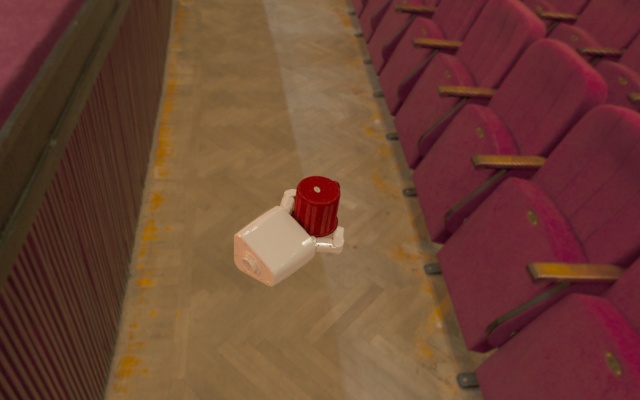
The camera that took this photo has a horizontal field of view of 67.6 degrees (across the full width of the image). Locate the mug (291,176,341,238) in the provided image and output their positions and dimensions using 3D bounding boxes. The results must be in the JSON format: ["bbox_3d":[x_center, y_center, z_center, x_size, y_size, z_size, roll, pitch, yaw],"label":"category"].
[{"bbox_3d":[0.001,0.002,0.900,0.093,0.082,0.117,33,48,24],"label":"mug"}]
